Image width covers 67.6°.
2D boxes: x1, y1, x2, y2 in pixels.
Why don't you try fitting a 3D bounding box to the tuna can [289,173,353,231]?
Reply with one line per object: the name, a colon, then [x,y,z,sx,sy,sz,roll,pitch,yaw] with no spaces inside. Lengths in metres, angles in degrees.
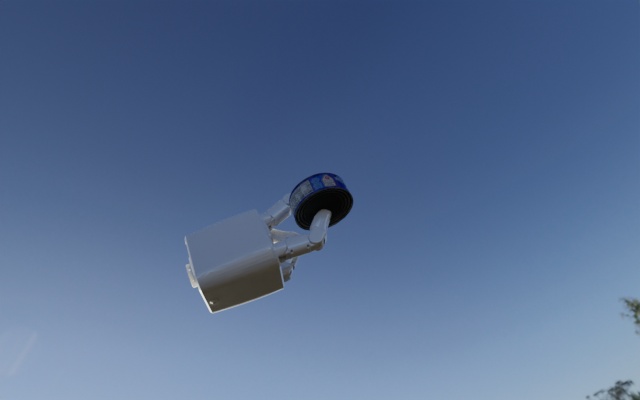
tuna can: [0.000,0.002,0.667,0.086,0.033,0.086,-16,-39,-13]
